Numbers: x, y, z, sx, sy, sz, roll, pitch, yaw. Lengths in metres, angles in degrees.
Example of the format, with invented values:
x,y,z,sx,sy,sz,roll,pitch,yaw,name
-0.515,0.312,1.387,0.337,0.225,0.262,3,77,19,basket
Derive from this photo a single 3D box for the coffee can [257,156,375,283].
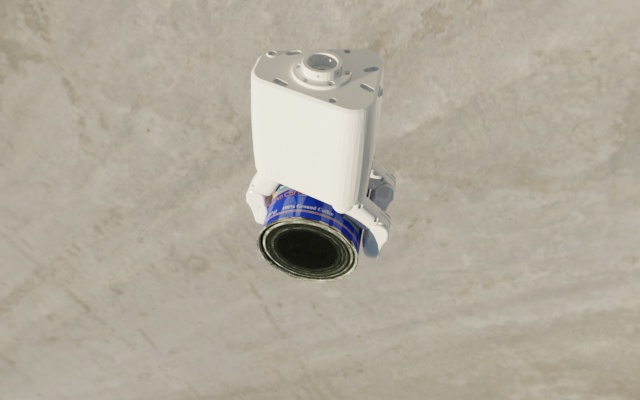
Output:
x,y,z,sx,sy,sz,roll,pitch,yaw,name
0.000,0.002,0.516,0.103,0.140,0.103,8,-42,7,coffee can
